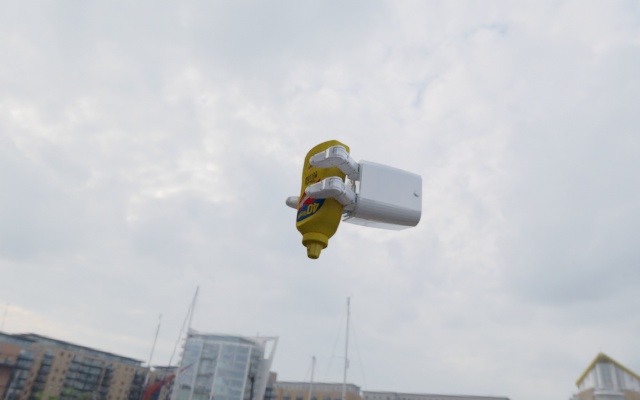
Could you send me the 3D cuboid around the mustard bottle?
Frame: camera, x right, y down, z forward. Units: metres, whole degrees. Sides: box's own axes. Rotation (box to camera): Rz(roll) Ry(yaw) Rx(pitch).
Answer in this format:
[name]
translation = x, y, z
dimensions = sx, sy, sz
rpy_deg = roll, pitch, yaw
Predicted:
[mustard bottle]
translation = 0.000, 0.002, 0.765
dimensions = 0.058, 0.191, 0.096
rpy_deg = 25, -32, -30
